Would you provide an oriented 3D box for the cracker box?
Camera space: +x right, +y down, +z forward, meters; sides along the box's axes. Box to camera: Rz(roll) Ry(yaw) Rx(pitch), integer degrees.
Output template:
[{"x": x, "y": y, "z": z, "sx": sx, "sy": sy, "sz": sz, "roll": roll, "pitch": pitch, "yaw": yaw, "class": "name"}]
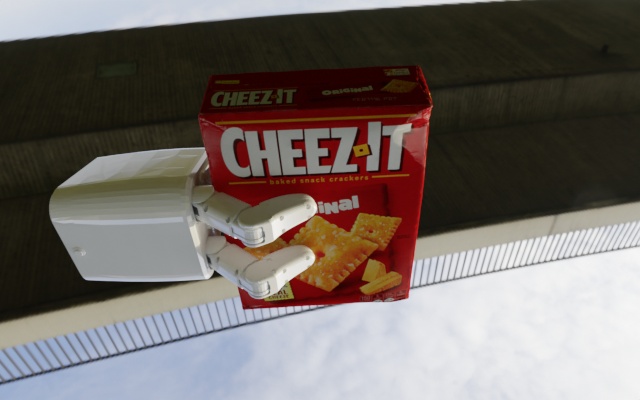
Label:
[{"x": 0.000, "y": 0.001, "z": 0.410, "sx": 0.164, "sy": 0.214, "sz": 0.072, "roll": -3, "pitch": 40, "yaw": 0, "class": "cracker box"}]
